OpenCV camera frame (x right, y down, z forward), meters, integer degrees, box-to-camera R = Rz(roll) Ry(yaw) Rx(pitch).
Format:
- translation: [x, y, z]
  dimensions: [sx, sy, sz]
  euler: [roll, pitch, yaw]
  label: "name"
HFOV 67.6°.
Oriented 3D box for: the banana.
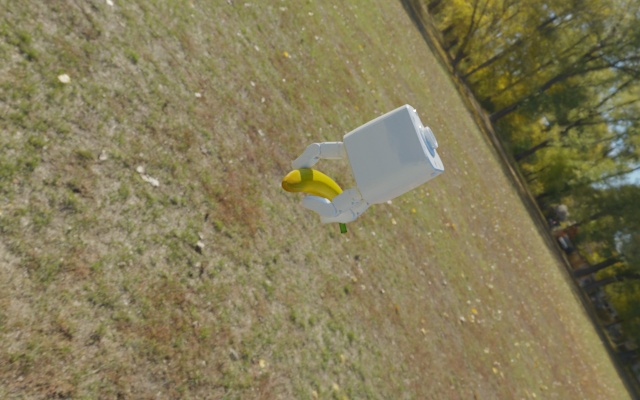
- translation: [0.000, -0.012, 0.768]
  dimensions: [0.037, 0.069, 0.198]
  euler: [-22, -33, 24]
  label: "banana"
